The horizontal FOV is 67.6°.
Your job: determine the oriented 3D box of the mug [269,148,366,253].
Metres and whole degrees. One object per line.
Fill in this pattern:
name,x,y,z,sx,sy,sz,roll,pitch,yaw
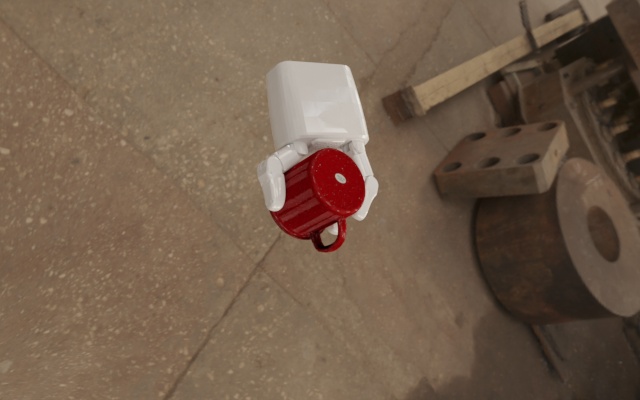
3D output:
mug,0.000,0.003,0.550,0.093,0.117,0.081,0,-19,-40
